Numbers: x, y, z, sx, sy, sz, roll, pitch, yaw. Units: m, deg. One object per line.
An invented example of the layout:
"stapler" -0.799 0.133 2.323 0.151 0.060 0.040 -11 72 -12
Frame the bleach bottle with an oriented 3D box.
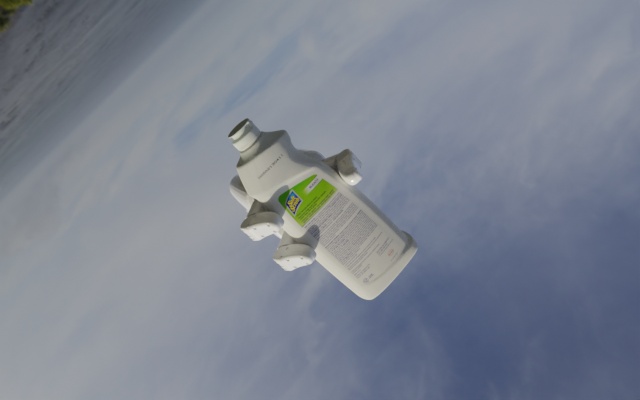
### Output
"bleach bottle" 0.000 0.002 0.542 0.251 0.102 0.068 46 -10 -24
